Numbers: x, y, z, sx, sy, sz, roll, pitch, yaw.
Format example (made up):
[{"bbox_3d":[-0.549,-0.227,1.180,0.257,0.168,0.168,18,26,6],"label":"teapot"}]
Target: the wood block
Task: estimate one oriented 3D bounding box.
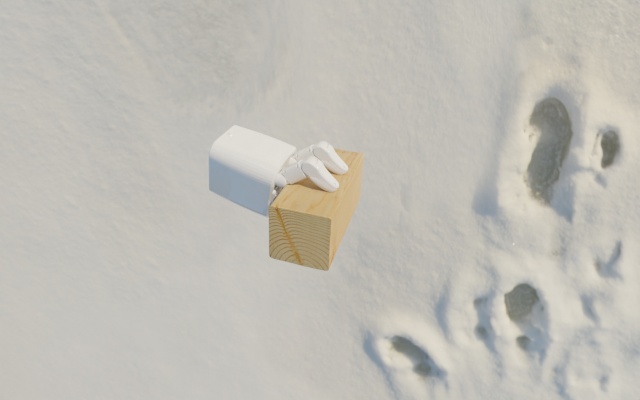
[{"bbox_3d":[0.000,0.003,0.731,0.090,0.091,0.206,11,33,13],"label":"wood block"}]
